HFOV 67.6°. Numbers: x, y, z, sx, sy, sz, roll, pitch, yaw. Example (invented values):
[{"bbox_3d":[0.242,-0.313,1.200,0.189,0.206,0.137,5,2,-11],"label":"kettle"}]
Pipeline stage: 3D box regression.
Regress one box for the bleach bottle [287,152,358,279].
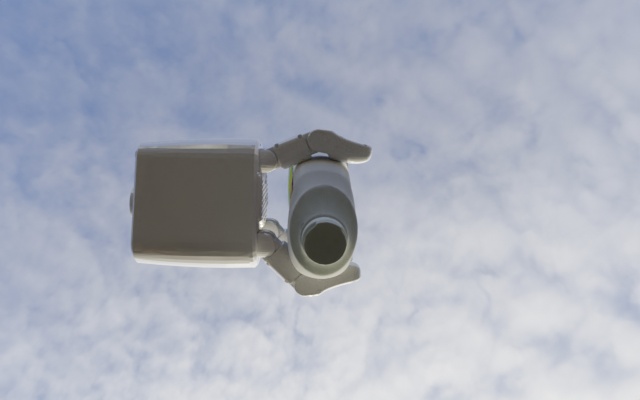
[{"bbox_3d":[0.000,0.002,0.432,0.068,0.102,0.251,2,8,-2],"label":"bleach bottle"}]
